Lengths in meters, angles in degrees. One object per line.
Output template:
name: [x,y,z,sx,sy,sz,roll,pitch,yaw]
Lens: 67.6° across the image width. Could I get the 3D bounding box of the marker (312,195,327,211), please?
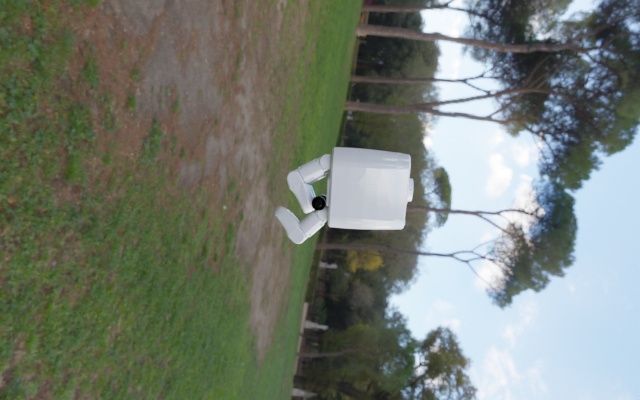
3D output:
marker: [0.000,0.002,0.678,0.020,0.020,0.121,0,2,3]
